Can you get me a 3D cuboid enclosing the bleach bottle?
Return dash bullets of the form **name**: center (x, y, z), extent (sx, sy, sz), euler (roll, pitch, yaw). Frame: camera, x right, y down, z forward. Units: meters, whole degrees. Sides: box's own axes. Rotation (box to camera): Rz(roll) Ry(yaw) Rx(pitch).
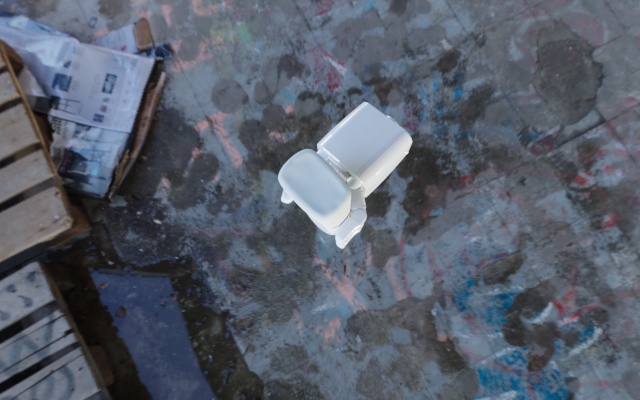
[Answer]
- **bleach bottle**: center (0.000, 0.003, 0.752), extent (0.068, 0.102, 0.251), euler (-43, -10, -5)
